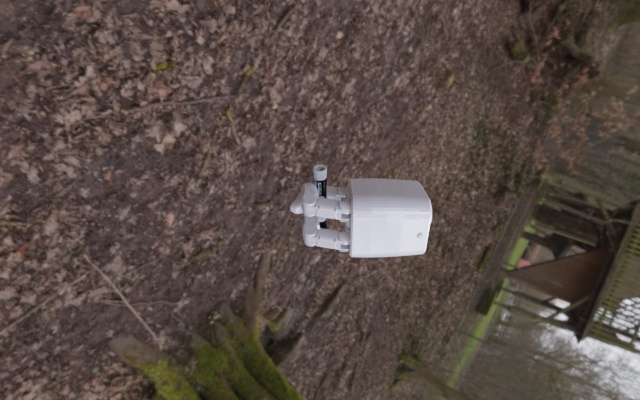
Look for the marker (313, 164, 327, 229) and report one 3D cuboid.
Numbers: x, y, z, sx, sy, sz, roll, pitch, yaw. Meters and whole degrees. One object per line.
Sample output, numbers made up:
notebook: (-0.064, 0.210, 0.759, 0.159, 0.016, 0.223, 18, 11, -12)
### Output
marker: (0.000, 0.002, 0.698, 0.020, 0.121, 0.020, -1, 38, 0)
